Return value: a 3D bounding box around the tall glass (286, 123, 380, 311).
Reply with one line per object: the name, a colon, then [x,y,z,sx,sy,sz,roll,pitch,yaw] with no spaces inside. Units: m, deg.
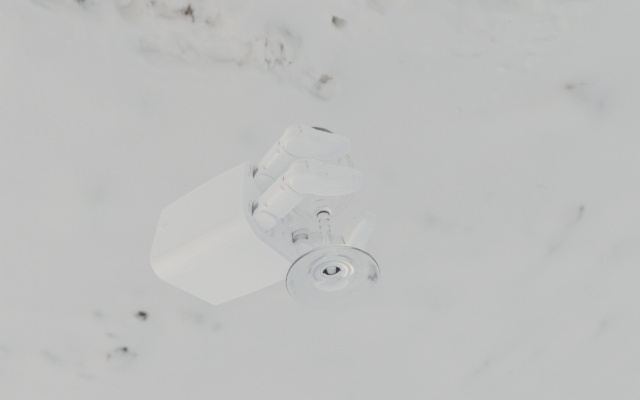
tall glass: [0.000,0.002,0.449,0.079,0.079,0.200,0,38,-7]
